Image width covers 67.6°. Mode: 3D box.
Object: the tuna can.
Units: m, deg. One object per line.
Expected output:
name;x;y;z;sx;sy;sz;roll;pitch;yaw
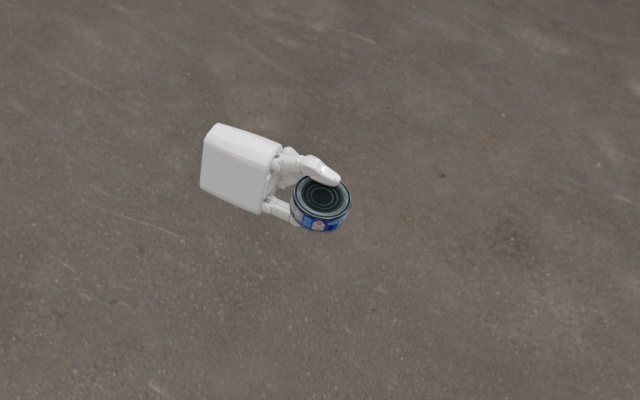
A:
tuna can;0.000;0.002;0.682;0.086;0.086;0.034;0;-38;-14
